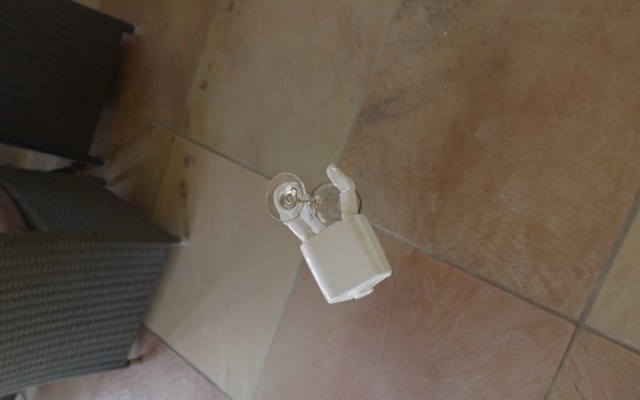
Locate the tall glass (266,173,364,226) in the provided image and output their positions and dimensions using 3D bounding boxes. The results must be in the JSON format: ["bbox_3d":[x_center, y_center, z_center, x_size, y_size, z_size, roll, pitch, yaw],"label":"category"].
[{"bbox_3d":[0.000,0.002,0.801,0.079,0.079,0.201,0,-4,33],"label":"tall glass"}]
